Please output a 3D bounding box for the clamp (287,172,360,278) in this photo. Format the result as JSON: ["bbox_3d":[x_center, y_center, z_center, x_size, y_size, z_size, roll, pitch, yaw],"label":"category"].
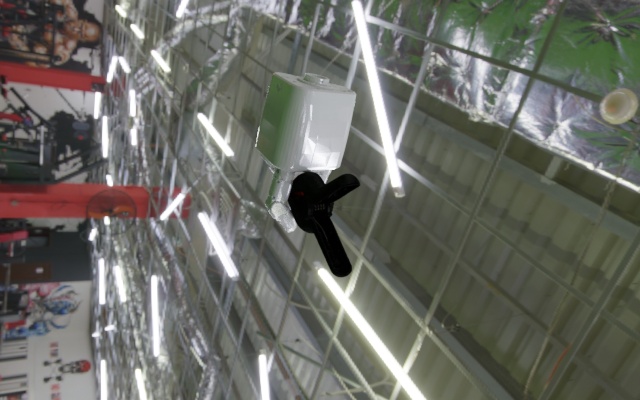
[{"bbox_3d":[0.001,0.002,0.587,0.039,0.120,0.171,1,25,-30],"label":"clamp"}]
